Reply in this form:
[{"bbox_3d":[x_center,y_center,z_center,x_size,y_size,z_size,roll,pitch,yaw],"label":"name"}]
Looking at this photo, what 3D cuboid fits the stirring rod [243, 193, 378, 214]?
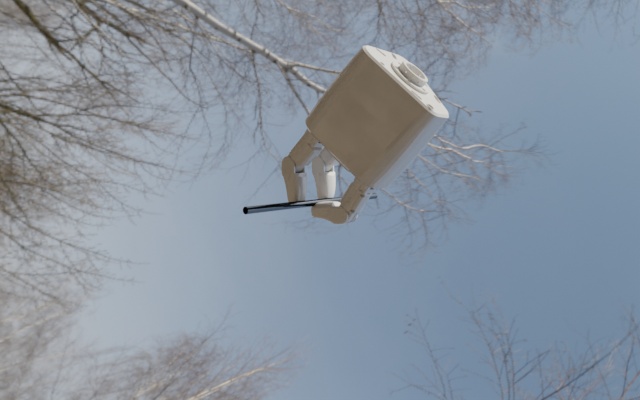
[{"bbox_3d":[0.000,0.002,0.581,0.011,0.011,0.239,0,4,40],"label":"stirring rod"}]
